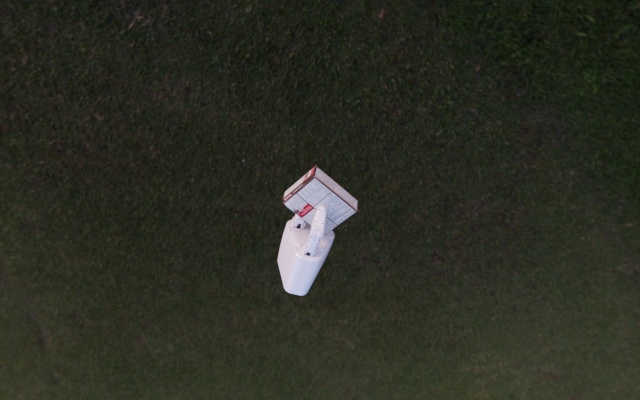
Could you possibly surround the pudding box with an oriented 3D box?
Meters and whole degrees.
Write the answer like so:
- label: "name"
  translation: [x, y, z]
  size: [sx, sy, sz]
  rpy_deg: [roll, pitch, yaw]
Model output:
- label: "pudding box"
  translation: [0.000, 0.003, 0.883]
  size: [0.113, 0.039, 0.090]
  rpy_deg: [38, -60, -24]
